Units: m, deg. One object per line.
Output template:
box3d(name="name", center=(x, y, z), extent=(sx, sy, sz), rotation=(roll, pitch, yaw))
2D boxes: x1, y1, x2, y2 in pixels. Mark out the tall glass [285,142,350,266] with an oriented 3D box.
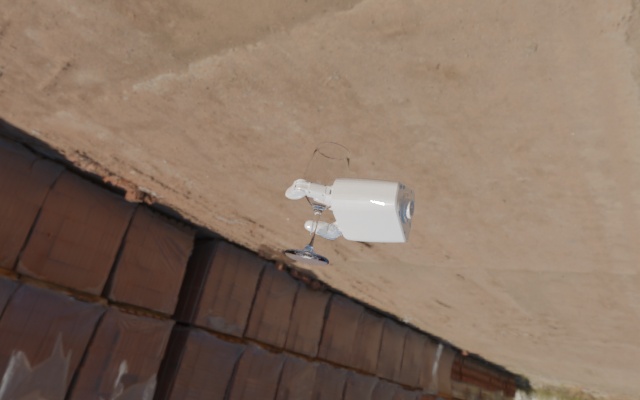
box3d(name="tall glass", center=(0.000, 0.003, 0.806), extent=(0.079, 0.201, 0.079), rotation=(12, -21, 5))
